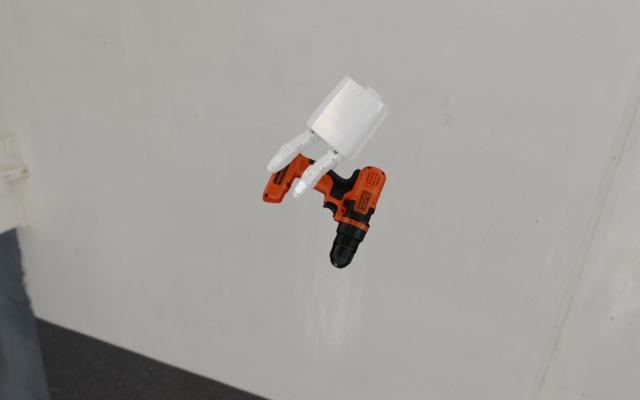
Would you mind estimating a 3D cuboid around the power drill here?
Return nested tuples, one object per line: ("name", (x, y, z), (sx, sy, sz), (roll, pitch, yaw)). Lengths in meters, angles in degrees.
("power drill", (0.000, 0.002, 0.816), (0.187, 0.184, 0.057), (23, -11, 0))
